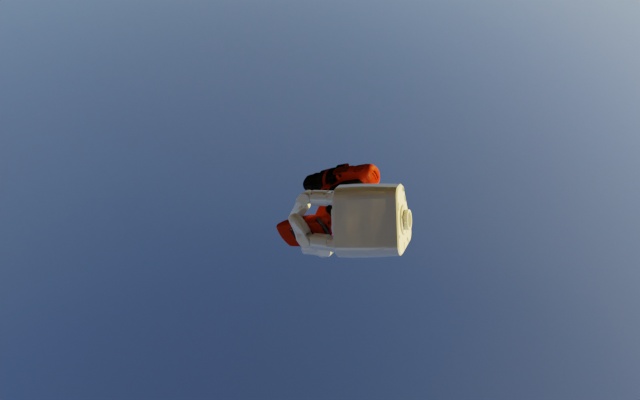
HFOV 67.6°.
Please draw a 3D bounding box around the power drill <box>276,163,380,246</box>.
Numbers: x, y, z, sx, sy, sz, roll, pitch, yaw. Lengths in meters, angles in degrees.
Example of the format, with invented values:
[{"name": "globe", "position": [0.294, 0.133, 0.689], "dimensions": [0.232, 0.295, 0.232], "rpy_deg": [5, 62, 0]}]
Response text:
[{"name": "power drill", "position": [0.000, 0.003, 0.889], "dimensions": [0.184, 0.057, 0.187], "rpy_deg": [-8, 35, 45]}]
